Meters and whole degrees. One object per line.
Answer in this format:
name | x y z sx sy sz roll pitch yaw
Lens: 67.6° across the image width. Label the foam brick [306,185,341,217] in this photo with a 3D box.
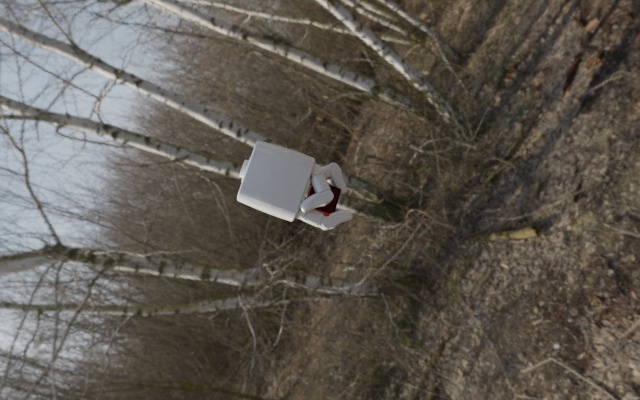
foam brick | 0.000 0.003 0.883 0.051 0.053 0.078 18 -17 -6
